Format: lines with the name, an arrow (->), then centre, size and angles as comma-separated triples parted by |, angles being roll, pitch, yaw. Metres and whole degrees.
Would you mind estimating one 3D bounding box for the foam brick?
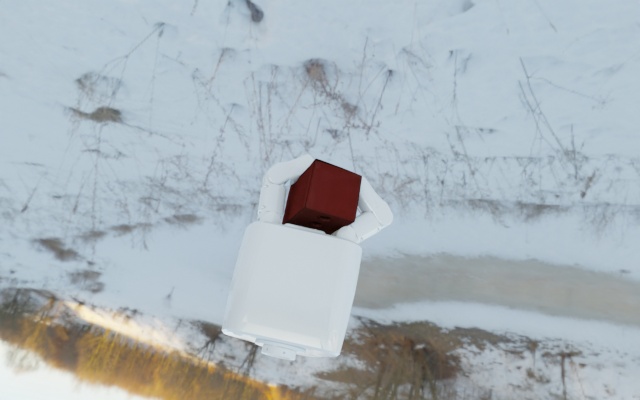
foam brick -> 0.000, 0.001, 0.483 | 0.053, 0.051, 0.078 | 18, -23, -16
